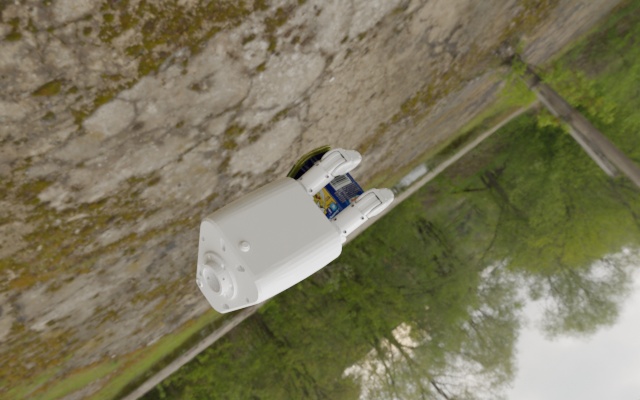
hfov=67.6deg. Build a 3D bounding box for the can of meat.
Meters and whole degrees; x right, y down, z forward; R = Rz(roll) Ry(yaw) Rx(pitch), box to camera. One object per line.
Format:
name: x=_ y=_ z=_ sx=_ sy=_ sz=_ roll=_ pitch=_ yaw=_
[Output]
can of meat: x=0.000 y=0.002 z=0.546 sx=0.057 sy=0.084 sz=0.102 roll=-26 pitch=-18 yaw=-44
